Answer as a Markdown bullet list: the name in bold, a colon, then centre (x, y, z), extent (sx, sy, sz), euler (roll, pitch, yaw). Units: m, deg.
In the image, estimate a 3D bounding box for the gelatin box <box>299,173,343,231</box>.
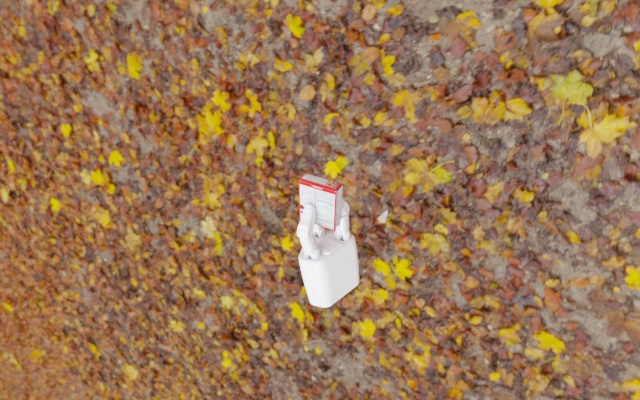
- **gelatin box**: centre (0.000, 0.003, 0.842), extent (0.073, 0.089, 0.030), euler (18, 39, 22)
